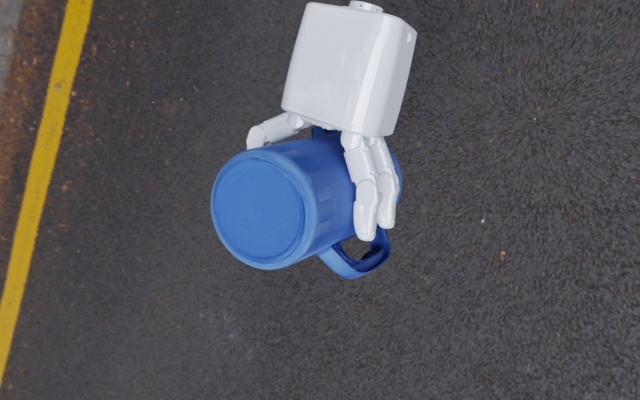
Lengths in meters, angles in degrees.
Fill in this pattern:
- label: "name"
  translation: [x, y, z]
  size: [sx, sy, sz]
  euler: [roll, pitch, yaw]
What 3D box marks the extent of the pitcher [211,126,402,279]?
- label: "pitcher"
  translation: [0.000, 0.001, 0.514]
  size: [0.149, 0.145, 0.243]
  euler: [21, 16, 20]
